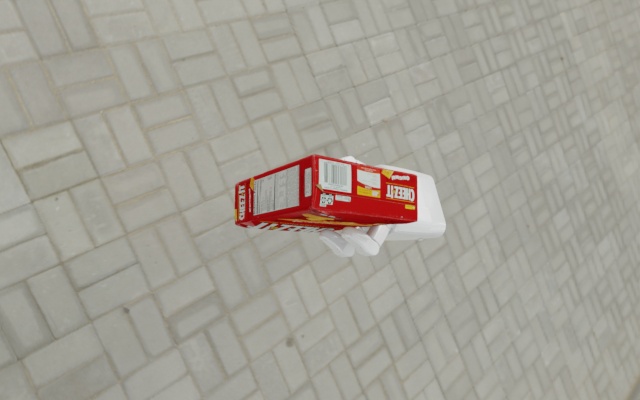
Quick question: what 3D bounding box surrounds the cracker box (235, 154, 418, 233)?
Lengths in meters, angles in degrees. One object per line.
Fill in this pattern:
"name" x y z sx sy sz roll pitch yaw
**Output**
"cracker box" 0.000 0.002 0.653 0.164 0.072 0.214 8 -12 -33
